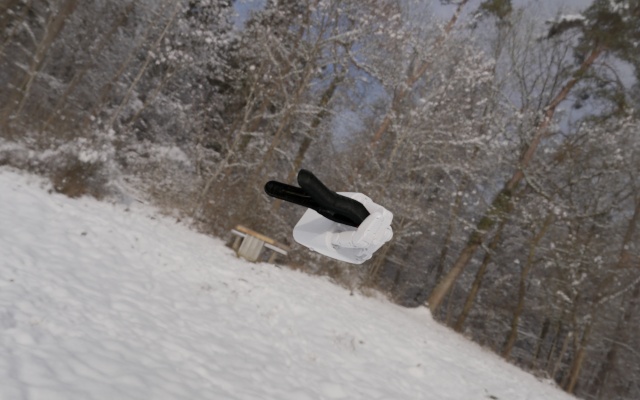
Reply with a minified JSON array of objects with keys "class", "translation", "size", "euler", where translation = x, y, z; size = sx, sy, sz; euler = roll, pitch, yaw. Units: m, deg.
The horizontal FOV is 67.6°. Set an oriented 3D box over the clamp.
[{"class":"clamp","translation":[0.001,0.002,0.723],"size":[0.171,0.039,0.120],"euler":[32,-17,-33]}]
